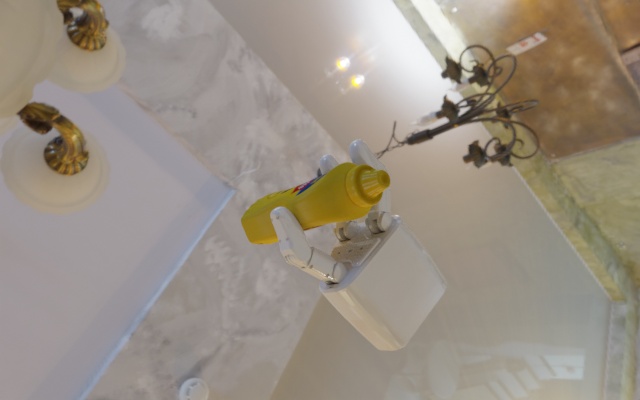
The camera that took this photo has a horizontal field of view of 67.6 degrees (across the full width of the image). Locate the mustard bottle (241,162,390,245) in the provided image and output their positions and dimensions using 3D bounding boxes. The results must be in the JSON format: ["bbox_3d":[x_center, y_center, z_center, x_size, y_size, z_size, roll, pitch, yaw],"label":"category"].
[{"bbox_3d":[0.000,0.001,0.515,0.096,0.058,0.192,-24,3,-41],"label":"mustard bottle"}]
